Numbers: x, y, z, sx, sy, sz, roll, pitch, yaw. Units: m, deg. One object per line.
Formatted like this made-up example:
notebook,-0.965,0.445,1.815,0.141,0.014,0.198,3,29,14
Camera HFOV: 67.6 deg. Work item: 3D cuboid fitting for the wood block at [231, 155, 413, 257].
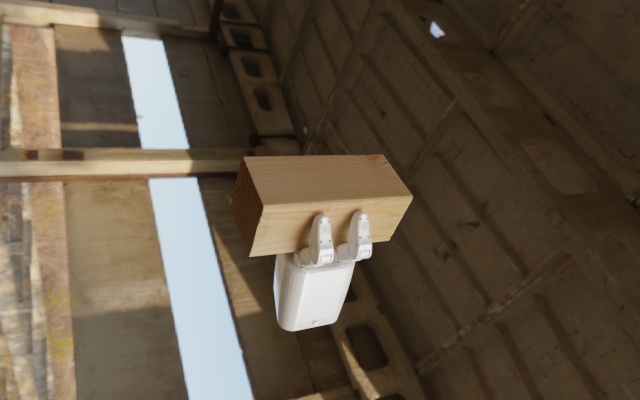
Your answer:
wood block,0.000,0.002,0.621,0.206,0.090,0.090,-4,45,-28
